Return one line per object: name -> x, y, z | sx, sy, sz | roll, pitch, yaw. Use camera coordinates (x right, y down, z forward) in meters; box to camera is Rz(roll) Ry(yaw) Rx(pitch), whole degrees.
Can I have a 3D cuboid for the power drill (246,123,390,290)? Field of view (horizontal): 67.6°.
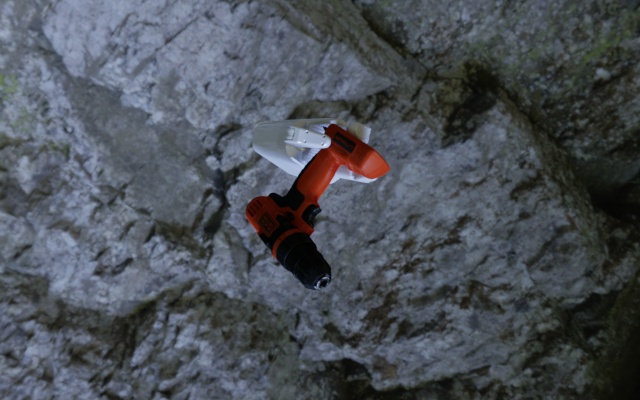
power drill -> 0.000, 0.002, 0.621 | 0.184, 0.187, 0.057 | 43, 1, 42
